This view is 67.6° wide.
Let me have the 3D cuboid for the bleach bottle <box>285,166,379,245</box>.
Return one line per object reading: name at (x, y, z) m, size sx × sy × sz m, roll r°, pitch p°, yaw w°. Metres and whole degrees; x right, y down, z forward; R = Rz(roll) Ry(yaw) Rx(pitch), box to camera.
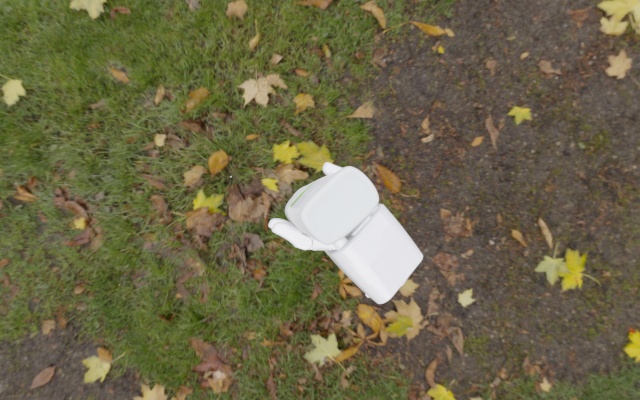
bleach bottle at (0.000, 0.002, 0.701) m, size 0.102 × 0.068 × 0.251 m, roll -42°, pitch 9°, yaw -6°
